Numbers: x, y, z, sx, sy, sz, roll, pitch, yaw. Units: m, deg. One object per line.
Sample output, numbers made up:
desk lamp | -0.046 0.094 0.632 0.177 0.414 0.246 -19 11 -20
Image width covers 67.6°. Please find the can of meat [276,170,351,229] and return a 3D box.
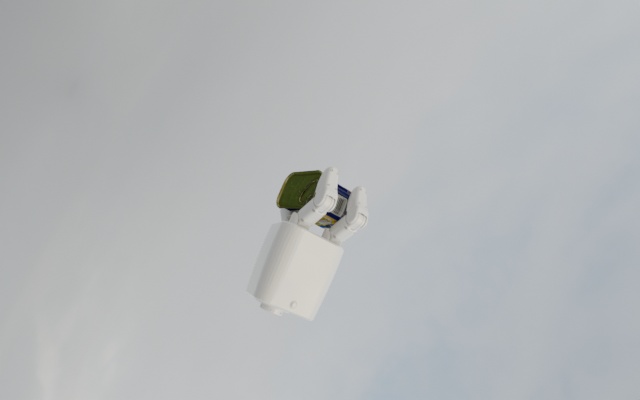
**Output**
can of meat | 0.000 0.002 0.678 0.084 0.057 0.102 29 -15 -29
